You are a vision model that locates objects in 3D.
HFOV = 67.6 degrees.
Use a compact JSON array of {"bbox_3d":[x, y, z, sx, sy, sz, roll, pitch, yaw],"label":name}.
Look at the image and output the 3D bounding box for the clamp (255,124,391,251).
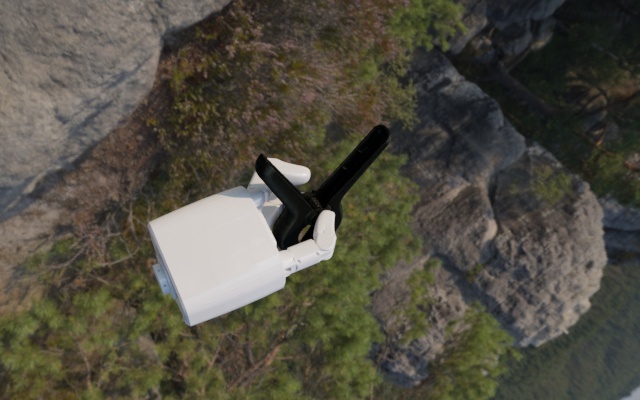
[{"bbox_3d":[0.000,0.003,0.565,0.164,0.036,0.210,-21,-35,-23],"label":"clamp"}]
